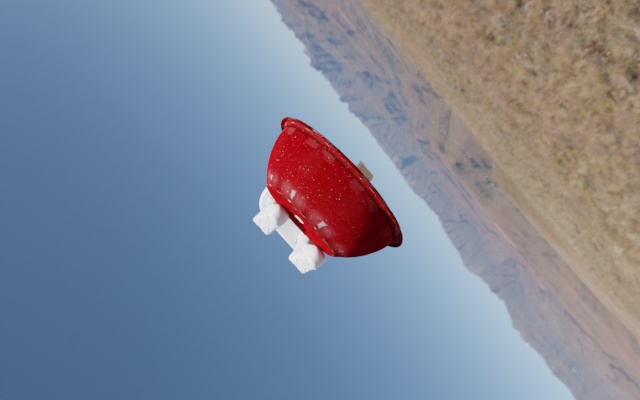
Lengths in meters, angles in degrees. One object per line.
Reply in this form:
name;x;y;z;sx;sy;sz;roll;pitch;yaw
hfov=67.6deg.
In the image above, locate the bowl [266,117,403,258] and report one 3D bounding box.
bowl;0.000;0.001;0.446;0.055;0.162;0.162;-43;9;-10
